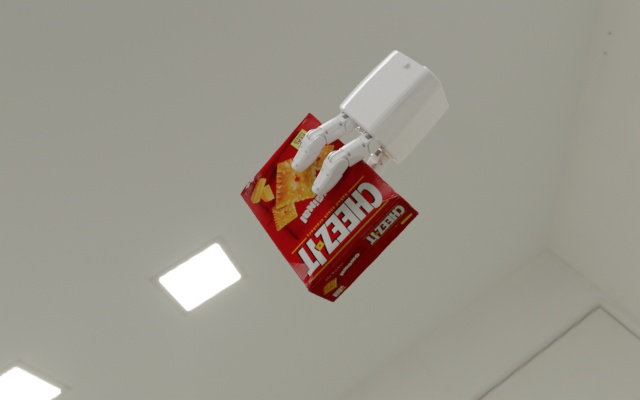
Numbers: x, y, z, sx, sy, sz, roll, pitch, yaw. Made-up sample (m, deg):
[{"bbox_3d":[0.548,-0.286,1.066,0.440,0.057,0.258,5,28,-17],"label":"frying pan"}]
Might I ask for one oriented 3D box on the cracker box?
[{"bbox_3d":[0.000,0.002,0.657,0.072,0.164,0.213,33,12,-49],"label":"cracker box"}]
